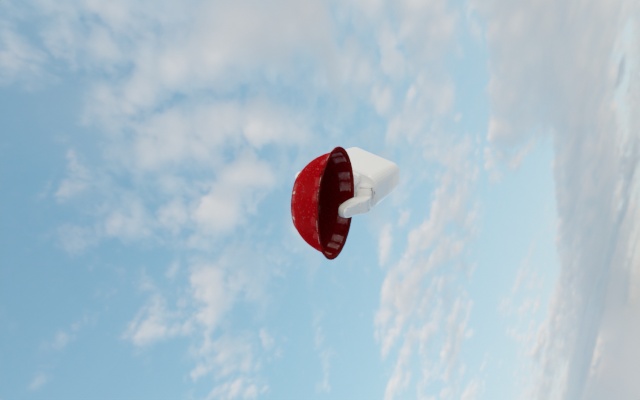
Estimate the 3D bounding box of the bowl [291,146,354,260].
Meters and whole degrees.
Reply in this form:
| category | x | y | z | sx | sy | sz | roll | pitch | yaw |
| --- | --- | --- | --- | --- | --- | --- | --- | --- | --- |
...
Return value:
| category | x | y | z | sx | sy | sz | roll | pitch | yaw |
| --- | --- | --- | --- | --- | --- | --- | --- | --- | --- |
| bowl | -0.001 | 0.002 | 0.685 | 0.055 | 0.162 | 0.162 | 5 | 2 | 20 |
